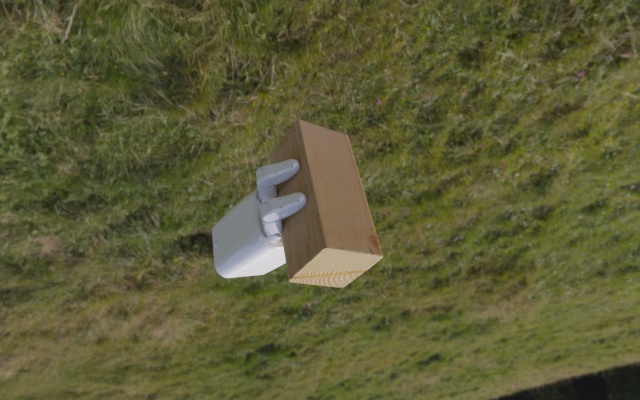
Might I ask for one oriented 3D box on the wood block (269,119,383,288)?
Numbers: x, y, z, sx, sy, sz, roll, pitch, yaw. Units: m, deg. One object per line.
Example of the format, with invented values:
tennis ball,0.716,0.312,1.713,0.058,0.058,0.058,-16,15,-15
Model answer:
wood block,0.000,0.003,0.648,0.091,0.206,0.090,13,-41,-33
